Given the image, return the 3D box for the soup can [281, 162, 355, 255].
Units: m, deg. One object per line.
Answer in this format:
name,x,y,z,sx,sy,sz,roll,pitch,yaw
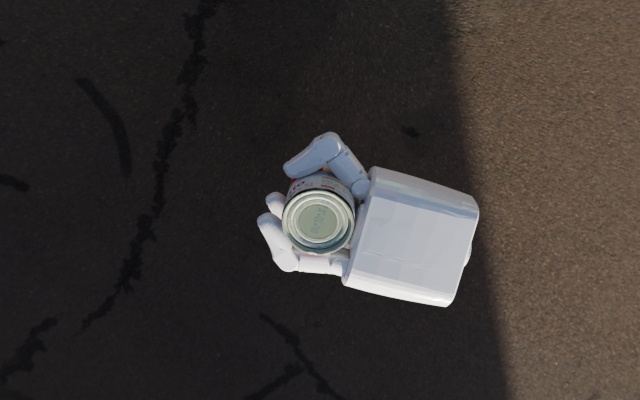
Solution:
soup can,0.000,0.001,0.470,0.068,0.068,0.102,0,23,3
